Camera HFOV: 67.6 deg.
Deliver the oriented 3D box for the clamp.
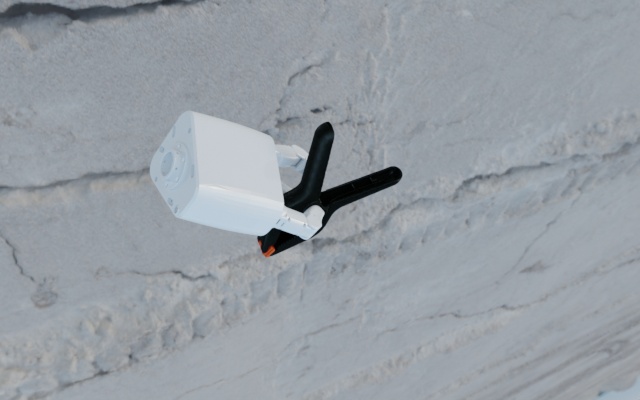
[{"bbox_3d":[0.000,0.003,0.619,0.164,0.036,0.210,17,-55,-42],"label":"clamp"}]
